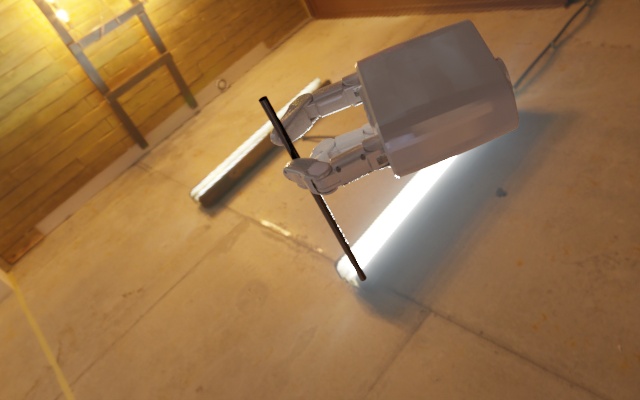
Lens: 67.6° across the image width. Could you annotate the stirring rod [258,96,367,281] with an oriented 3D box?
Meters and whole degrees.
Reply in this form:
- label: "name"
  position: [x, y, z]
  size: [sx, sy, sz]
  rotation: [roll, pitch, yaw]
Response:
- label: "stirring rod"
  position: [0.000, 0.001, 0.464]
  size: [0.011, 0.240, 0.011]
  rotation: [-18, 37, 15]
